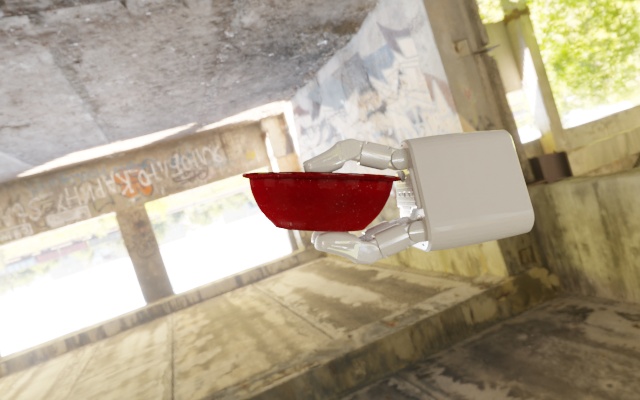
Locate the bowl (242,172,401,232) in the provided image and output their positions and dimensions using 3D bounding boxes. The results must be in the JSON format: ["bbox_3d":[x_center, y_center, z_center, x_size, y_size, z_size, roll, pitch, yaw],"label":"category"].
[{"bbox_3d":[-0.001,0.002,0.490,0.162,0.055,0.162,2,0,0],"label":"bowl"}]
